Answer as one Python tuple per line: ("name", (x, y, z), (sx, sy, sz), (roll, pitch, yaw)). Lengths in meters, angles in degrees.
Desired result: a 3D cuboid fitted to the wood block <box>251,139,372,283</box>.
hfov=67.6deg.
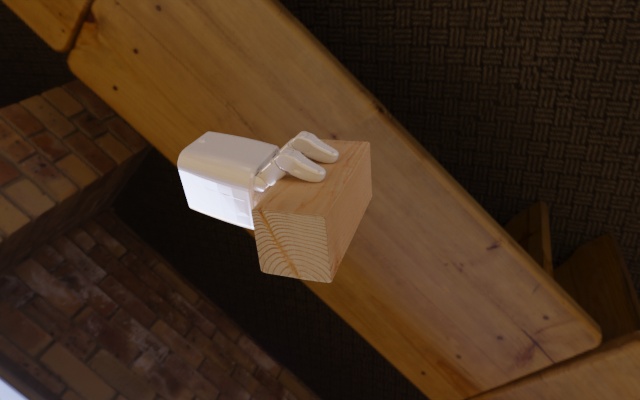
("wood block", (0.000, 0.002, 0.616), (0.090, 0.091, 0.206), (6, 31, 18))
